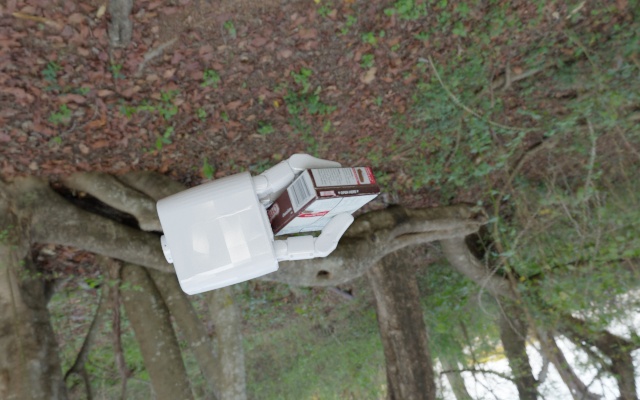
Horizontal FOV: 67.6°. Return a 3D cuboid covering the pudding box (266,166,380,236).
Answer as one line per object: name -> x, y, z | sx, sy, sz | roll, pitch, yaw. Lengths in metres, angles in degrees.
pudding box -> 0.000, 0.002, 0.552 | 0.090, 0.039, 0.113 | -6, -20, -34
